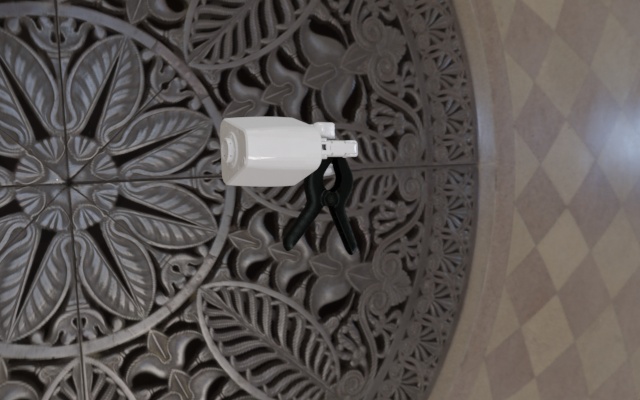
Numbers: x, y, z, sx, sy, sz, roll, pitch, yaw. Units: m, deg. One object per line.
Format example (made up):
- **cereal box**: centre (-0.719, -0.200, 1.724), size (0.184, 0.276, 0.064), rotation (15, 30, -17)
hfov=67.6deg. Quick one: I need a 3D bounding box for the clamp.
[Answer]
- **clamp**: centre (0.001, 0.002, 0.716), size (0.120, 0.171, 0.039), rotation (-4, 4, -30)
